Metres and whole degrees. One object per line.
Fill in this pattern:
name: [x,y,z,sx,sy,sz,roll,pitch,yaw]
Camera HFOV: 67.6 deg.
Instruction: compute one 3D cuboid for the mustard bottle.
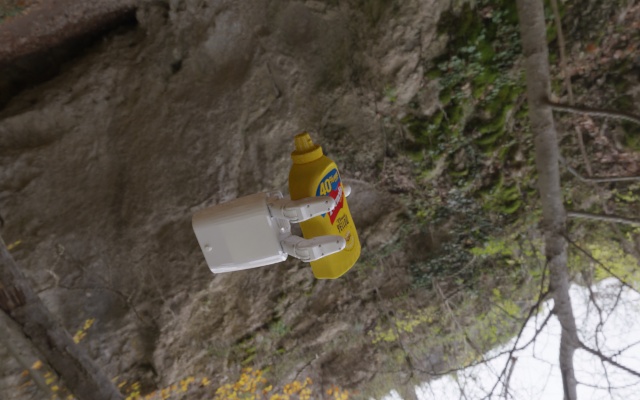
mustard bottle: [0.000,0.002,0.644,0.058,0.192,0.096,-5,23,32]
